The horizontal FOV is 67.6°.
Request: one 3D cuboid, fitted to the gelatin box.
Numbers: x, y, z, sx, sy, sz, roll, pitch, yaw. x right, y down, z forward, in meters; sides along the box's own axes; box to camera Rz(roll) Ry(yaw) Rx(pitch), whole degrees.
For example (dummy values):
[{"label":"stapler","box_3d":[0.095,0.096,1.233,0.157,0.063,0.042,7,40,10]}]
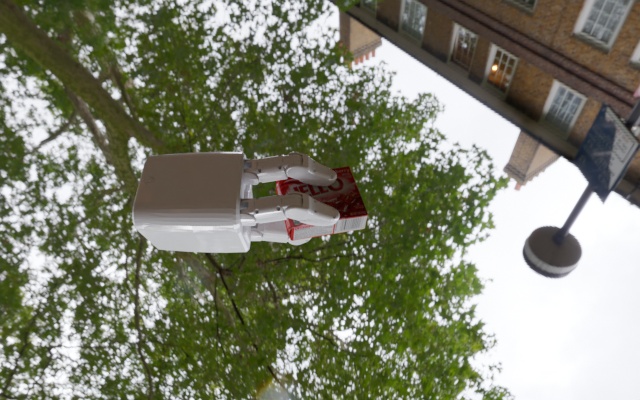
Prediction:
[{"label":"gelatin box","box_3d":[0.000,0.002,0.535,0.089,0.073,0.030,-8,-37,-13]}]
